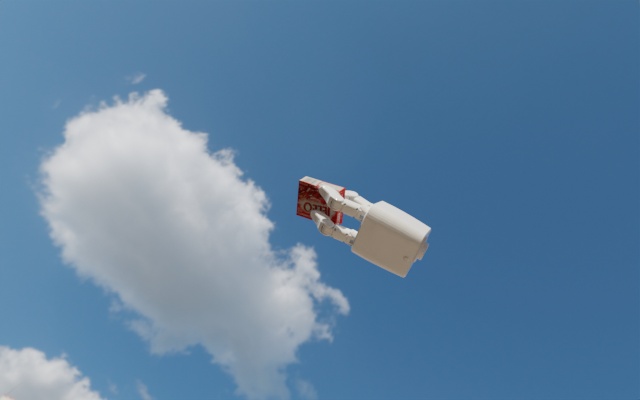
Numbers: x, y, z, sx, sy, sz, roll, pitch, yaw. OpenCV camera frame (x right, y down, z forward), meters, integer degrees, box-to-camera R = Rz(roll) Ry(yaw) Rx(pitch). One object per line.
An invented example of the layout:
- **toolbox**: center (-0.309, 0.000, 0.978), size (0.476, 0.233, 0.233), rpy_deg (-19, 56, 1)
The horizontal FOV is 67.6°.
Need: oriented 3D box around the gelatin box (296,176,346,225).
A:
- **gelatin box**: center (0.000, 0.003, 0.890), size (0.089, 0.073, 0.030), rpy_deg (18, 27, 25)
